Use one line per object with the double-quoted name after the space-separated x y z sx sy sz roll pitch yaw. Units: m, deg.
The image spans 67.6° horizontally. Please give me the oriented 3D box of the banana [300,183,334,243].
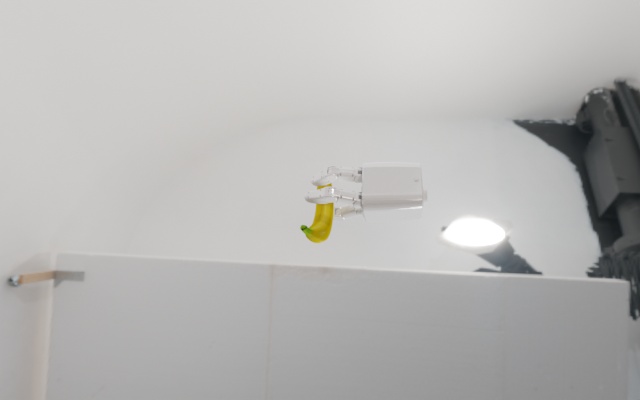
0.003 0.020 0.882 0.037 0.070 0.197 -4 31 12 "banana"
